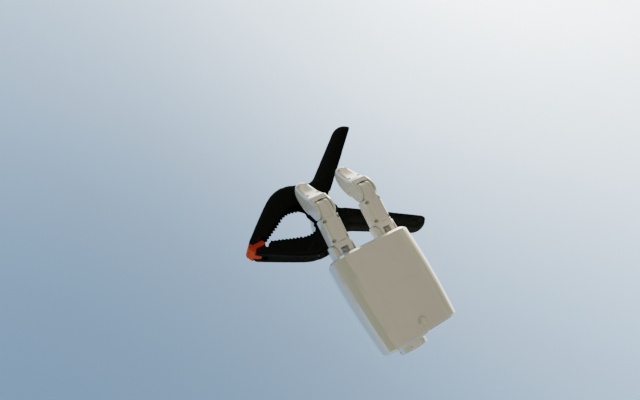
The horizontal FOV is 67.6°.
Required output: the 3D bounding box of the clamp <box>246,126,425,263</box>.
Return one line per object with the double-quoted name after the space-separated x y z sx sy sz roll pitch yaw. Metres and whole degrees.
0.000 0.003 0.559 0.210 0.164 0.036 -23 -21 -24 "clamp"
